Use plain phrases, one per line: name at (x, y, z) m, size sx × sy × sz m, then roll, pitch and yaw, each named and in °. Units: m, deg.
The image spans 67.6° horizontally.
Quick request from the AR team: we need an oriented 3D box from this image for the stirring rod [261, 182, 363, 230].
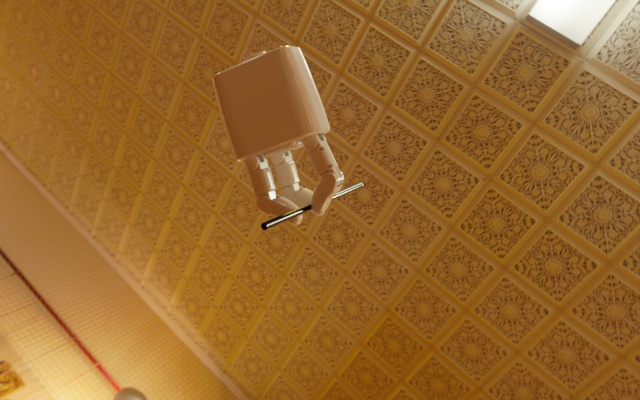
stirring rod at (0.000, 0.002, 0.598) m, size 0.011 × 0.011 × 0.239 m, roll 0°, pitch 12°, yaw 30°
